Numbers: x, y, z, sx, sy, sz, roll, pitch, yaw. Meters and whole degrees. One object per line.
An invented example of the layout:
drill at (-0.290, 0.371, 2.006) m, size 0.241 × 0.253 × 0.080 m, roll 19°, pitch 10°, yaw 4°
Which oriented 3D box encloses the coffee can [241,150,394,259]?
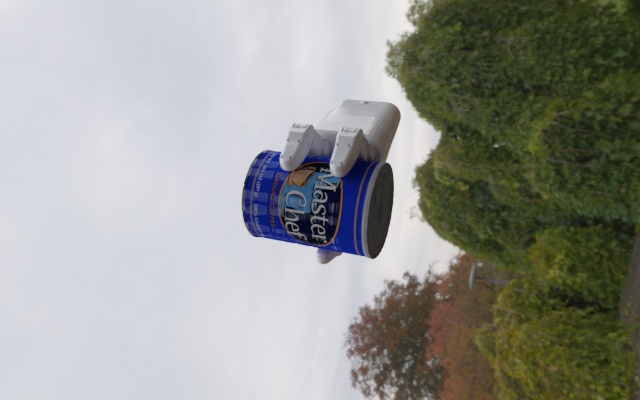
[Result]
coffee can at (0.000, 0.002, 0.524) m, size 0.140 × 0.103 × 0.103 m, roll 8°, pitch 3°, yaw 20°
